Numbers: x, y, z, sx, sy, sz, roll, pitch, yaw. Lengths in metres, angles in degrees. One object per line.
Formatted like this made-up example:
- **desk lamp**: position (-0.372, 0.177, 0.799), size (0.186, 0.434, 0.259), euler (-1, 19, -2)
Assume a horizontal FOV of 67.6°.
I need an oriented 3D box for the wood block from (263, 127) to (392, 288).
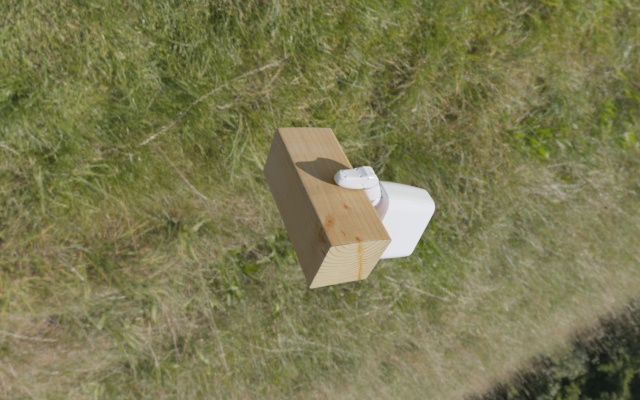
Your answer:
- **wood block**: position (0.001, 0.002, 0.649), size (0.090, 0.206, 0.091), euler (-4, -40, -28)
